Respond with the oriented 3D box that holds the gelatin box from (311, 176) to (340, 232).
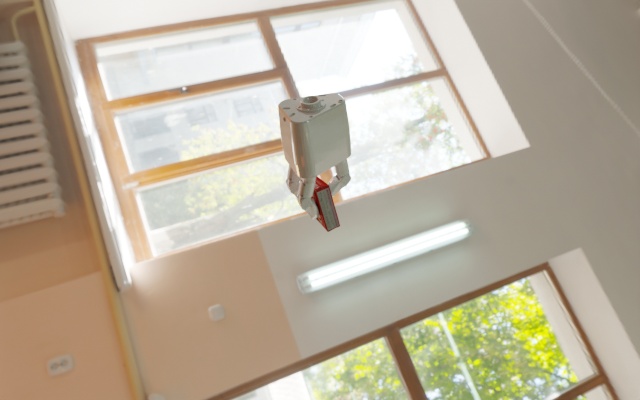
[{"bbox_3d":[0.001,0.003,0.878,0.030,0.089,0.073,-24,28,-13],"label":"gelatin box"}]
